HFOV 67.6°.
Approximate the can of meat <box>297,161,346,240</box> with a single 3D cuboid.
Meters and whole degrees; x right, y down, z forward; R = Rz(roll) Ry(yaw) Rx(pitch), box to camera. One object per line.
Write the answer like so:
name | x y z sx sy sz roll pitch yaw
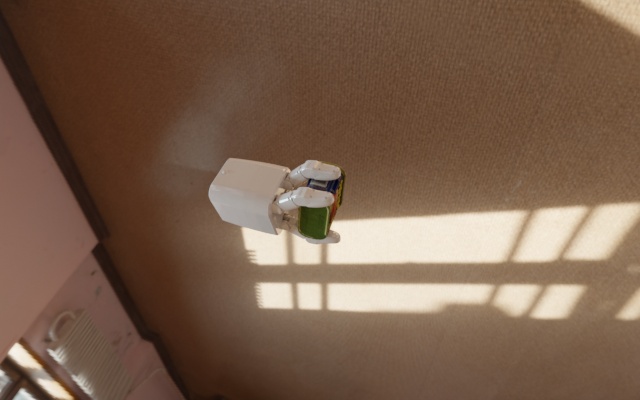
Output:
can of meat | 0.000 0.003 0.776 0.057 0.084 0.102 15 -42 9
